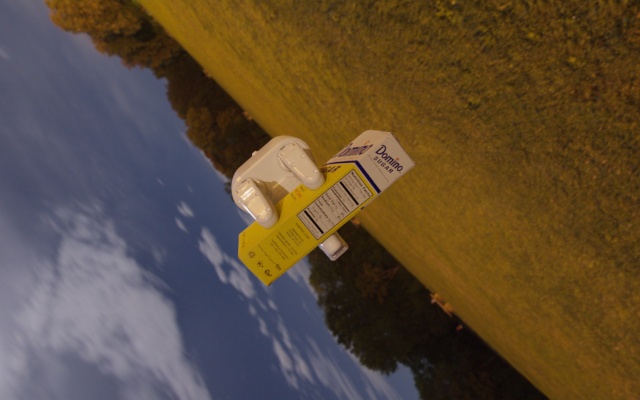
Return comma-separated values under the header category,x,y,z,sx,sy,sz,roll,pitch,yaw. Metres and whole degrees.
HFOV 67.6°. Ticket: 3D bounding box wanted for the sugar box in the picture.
category,x,y,z,sx,sy,sz,roll,pitch,yaw
sugar box,0.000,0.001,0.465,0.176,0.048,0.093,-42,14,-1
